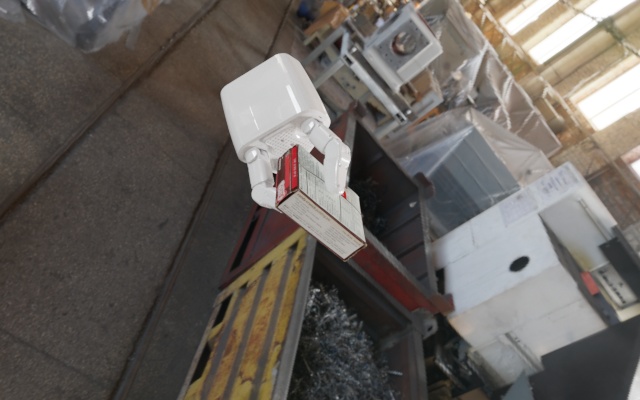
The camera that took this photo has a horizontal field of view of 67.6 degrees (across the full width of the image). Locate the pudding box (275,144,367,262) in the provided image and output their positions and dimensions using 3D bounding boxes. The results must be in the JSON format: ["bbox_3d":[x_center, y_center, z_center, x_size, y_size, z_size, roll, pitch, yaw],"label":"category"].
[{"bbox_3d":[0.000,0.002,0.535,0.039,0.090,0.113,-38,-60,25],"label":"pudding box"}]
